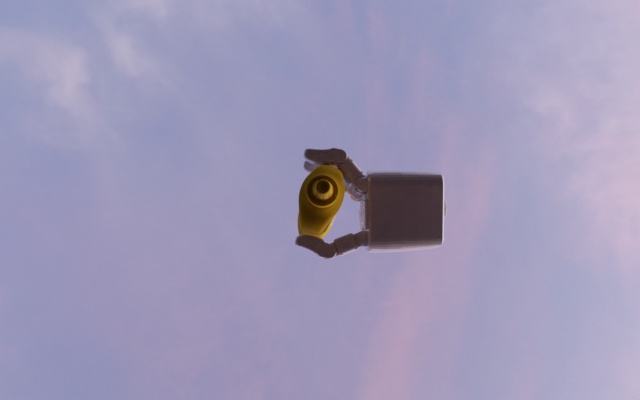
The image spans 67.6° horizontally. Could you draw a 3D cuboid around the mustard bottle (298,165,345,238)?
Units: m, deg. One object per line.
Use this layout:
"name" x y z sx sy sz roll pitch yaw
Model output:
"mustard bottle" 0.000 0.002 0.667 0.058 0.096 0.192 21 -11 1
